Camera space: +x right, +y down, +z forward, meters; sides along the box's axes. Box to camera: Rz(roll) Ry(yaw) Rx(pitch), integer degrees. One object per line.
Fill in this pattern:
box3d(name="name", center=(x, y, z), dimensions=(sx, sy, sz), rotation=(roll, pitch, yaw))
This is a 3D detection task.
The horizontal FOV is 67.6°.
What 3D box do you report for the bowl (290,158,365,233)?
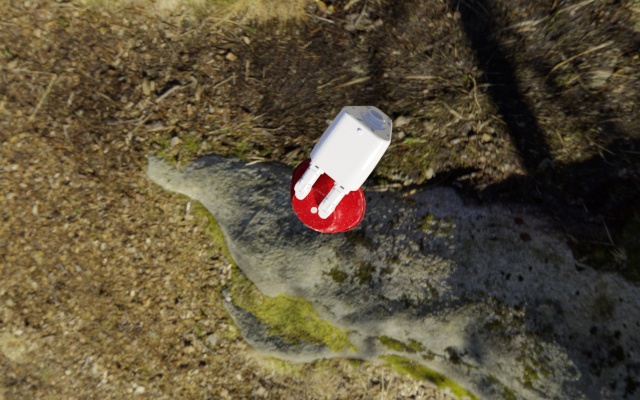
box3d(name="bowl", center=(0.000, 0.004, 0.897), dimensions=(0.162, 0.162, 0.055), rotation=(0, 29, 34))
